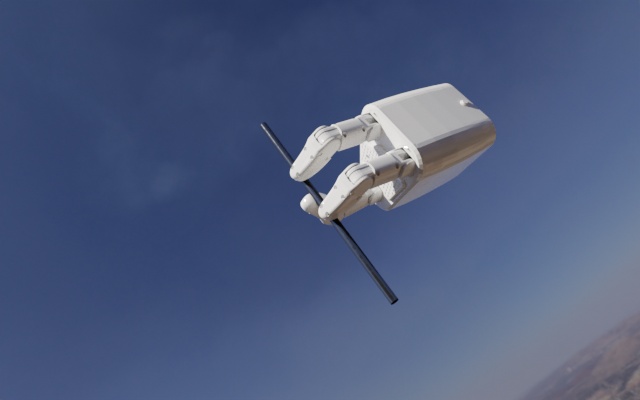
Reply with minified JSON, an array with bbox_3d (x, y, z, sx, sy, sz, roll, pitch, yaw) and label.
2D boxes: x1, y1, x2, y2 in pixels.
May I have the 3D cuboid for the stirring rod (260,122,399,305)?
[{"bbox_3d":[0.000,0.002,0.461,0.011,0.011,0.239,0,44,-46],"label":"stirring rod"}]
